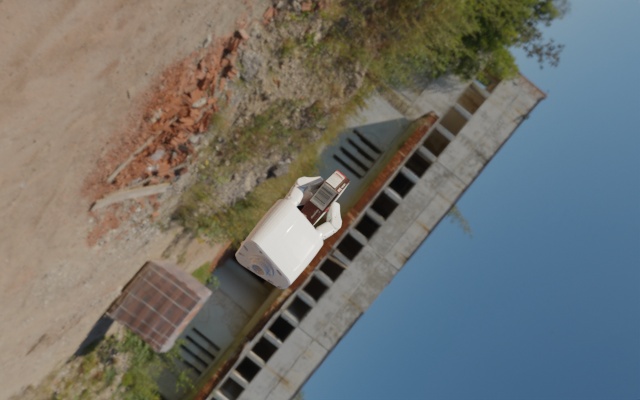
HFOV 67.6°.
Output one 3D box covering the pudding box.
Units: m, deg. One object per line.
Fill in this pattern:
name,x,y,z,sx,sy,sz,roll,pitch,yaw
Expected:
pudding box,0.000,0.003,0.892,0.039,0.113,0.090,41,24,0
